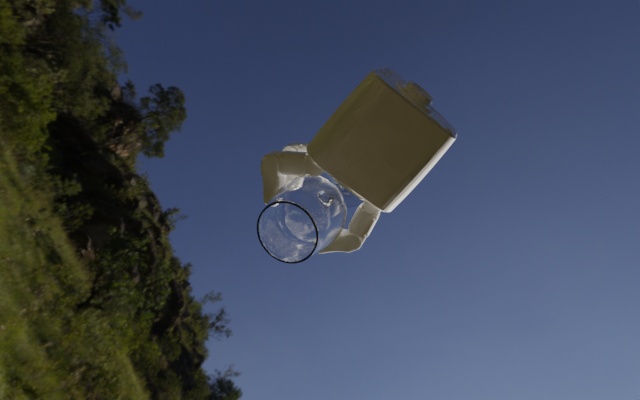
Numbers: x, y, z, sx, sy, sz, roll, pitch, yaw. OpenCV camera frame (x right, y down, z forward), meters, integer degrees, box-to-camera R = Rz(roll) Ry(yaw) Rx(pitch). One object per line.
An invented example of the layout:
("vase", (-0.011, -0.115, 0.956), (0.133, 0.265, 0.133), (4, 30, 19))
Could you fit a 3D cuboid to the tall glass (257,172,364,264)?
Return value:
("tall glass", (0.000, 0.002, 0.530), (0.079, 0.079, 0.201), (0, 17, 19))
